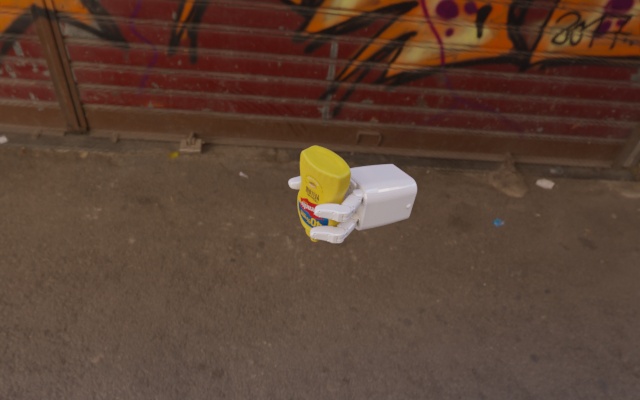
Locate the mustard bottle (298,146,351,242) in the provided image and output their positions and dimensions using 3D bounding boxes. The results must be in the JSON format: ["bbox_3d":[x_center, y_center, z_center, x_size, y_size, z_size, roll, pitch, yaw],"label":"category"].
[{"bbox_3d":[0.000,0.003,0.854,0.096,0.192,0.058,37,50,28],"label":"mustard bottle"}]
